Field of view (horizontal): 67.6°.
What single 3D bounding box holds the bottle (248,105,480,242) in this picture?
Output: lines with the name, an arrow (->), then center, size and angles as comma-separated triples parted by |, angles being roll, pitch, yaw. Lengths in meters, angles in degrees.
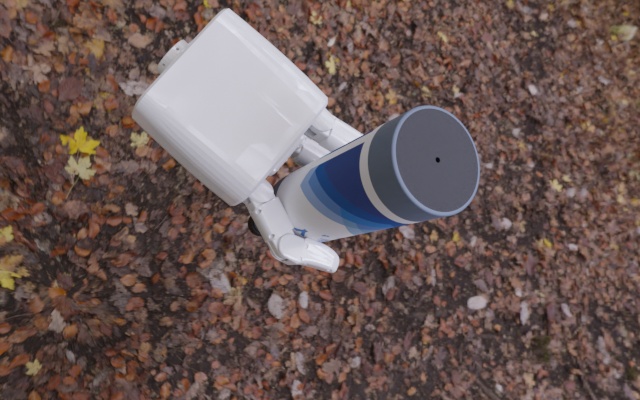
bottle -> 0.000, 0.001, 0.404 | 0.069, 0.069, 0.296 | 0, -10, -28
